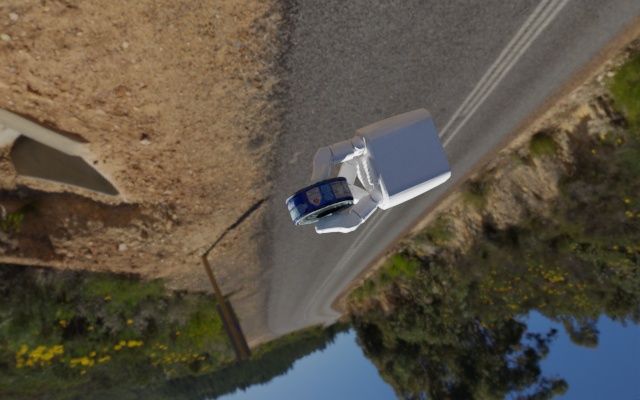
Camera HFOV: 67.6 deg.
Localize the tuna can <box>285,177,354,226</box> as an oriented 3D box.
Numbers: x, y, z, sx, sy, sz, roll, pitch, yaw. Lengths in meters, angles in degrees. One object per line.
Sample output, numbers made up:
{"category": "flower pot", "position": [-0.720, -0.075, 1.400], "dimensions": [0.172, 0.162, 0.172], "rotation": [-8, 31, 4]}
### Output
{"category": "tuna can", "position": [0.000, 0.003, 0.623], "dimensions": [0.086, 0.033, 0.086], "rotation": [-21, -11, -4]}
